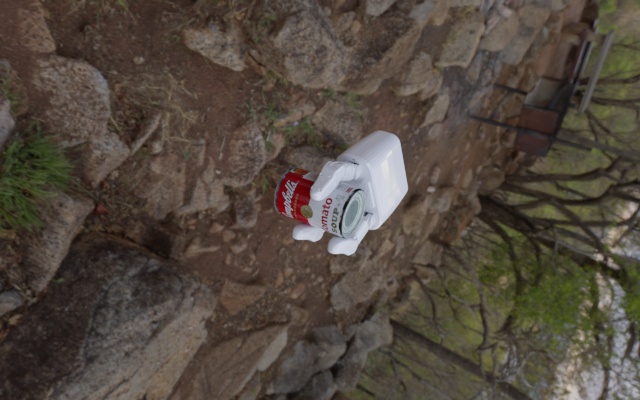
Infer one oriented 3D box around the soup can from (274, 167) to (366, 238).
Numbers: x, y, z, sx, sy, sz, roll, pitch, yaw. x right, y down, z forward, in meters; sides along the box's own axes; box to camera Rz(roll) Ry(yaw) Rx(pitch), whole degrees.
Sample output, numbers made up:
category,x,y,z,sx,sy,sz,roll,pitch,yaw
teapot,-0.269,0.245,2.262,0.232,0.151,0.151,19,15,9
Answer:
category,x,y,z,sx,sy,sz,roll,pitch,yaw
soup can,0.000,0.002,0.626,0.102,0.068,0.068,20,9,25
